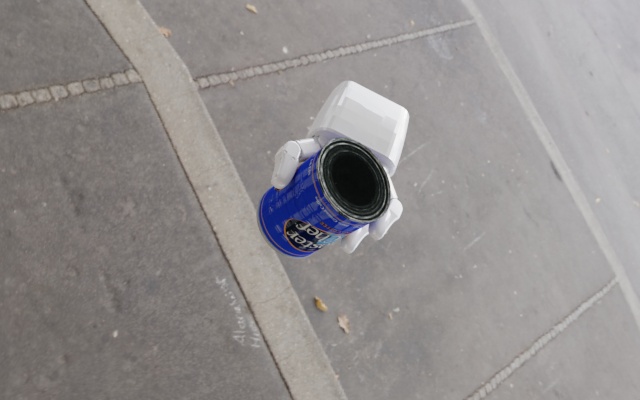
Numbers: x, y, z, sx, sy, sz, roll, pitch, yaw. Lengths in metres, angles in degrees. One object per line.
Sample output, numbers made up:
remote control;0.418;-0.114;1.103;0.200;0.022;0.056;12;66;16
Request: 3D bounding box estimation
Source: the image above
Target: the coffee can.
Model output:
coffee can;0.000;0.002;0.574;0.103;0.102;0.140;0;-21;-37
